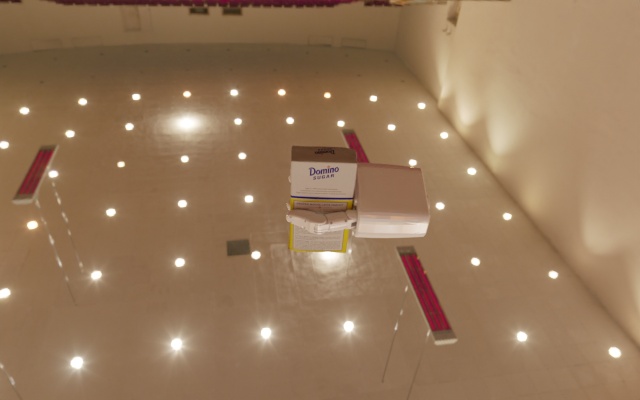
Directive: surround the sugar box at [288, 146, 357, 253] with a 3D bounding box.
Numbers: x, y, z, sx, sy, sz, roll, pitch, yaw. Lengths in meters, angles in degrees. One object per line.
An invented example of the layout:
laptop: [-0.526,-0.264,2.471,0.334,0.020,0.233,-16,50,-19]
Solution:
sugar box: [0.000,0.002,0.713,0.093,0.176,0.048,2,38,-3]
